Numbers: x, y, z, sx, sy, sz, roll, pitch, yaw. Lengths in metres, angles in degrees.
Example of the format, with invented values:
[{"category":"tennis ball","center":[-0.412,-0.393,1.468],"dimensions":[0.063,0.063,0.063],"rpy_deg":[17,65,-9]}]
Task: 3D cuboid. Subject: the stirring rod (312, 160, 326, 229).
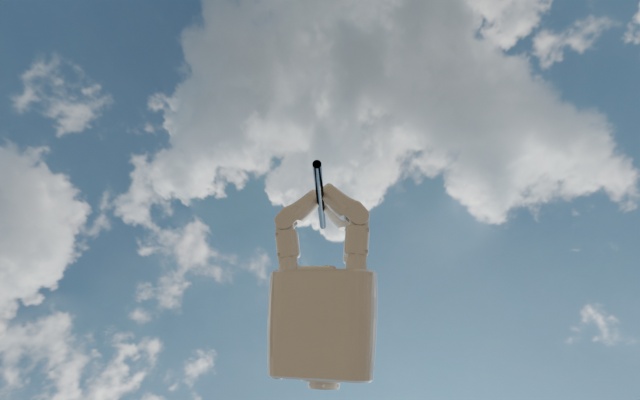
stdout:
[{"category":"stirring rod","center":[0.000,0.002,0.524],"dimensions":[0.011,0.011,0.239],"rpy_deg":[0,-16,2]}]
